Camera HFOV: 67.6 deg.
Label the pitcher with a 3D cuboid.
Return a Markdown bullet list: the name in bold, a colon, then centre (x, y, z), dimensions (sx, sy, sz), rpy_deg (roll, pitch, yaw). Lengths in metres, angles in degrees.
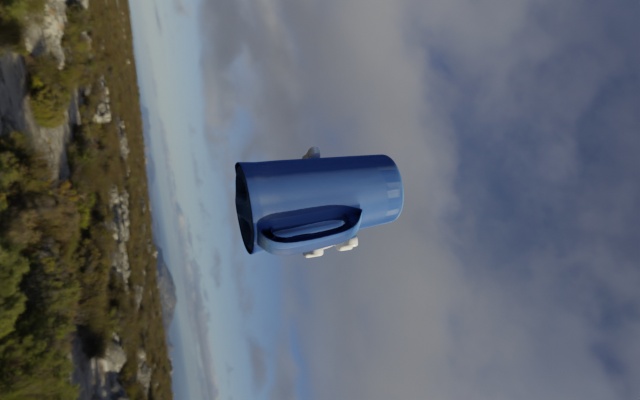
- **pitcher**: centre (0.000, 0.002, 0.708), dimensions (0.243, 0.149, 0.145), rpy_deg (-8, -11, -18)
